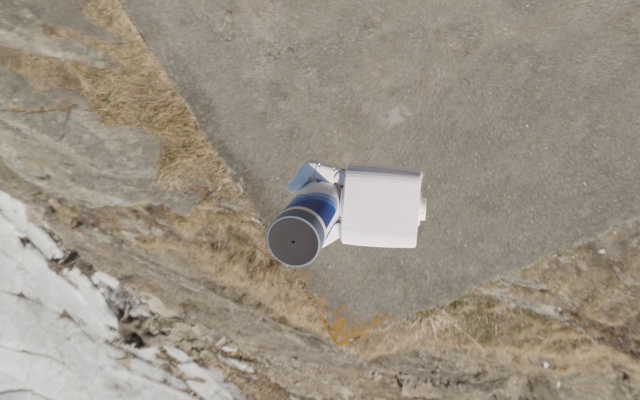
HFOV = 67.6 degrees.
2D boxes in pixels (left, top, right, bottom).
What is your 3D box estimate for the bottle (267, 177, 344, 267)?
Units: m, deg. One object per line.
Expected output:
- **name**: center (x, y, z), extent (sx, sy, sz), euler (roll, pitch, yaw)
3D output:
- **bottle**: center (0.000, 0.002, 0.699), extent (0.069, 0.069, 0.295), euler (0, 19, 14)
